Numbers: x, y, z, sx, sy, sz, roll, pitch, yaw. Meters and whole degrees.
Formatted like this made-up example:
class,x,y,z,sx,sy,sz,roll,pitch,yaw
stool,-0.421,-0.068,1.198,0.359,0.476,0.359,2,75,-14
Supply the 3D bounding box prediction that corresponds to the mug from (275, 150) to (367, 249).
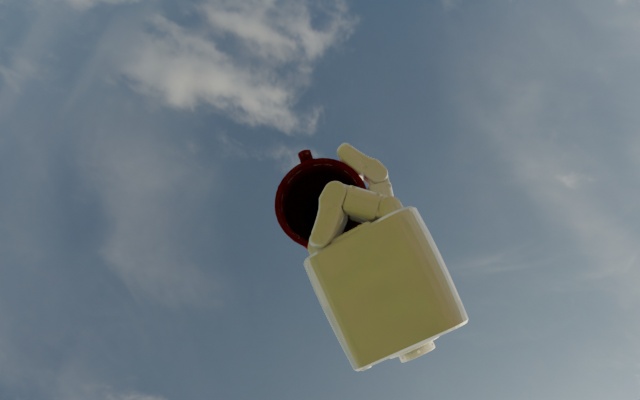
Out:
class,x,y,z,sx,sy,sz,roll,pitch,yaw
mug,0.000,0.000,0.511,0.093,0.117,0.081,-22,-17,-1
